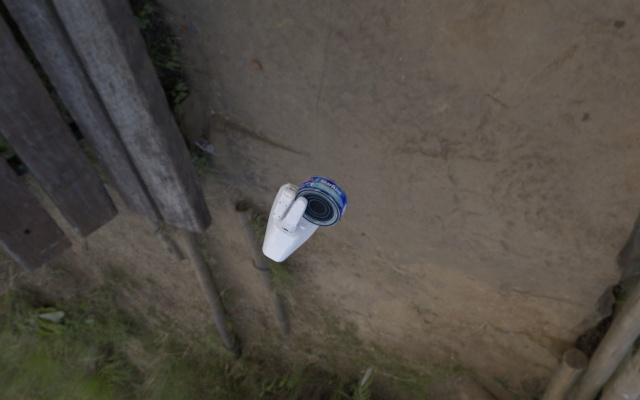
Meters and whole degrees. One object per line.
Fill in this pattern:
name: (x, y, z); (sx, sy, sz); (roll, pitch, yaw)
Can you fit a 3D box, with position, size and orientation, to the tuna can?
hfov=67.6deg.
tuna can: (0.000, 0.003, 0.793); (0.086, 0.086, 0.033); (0, 39, 32)
